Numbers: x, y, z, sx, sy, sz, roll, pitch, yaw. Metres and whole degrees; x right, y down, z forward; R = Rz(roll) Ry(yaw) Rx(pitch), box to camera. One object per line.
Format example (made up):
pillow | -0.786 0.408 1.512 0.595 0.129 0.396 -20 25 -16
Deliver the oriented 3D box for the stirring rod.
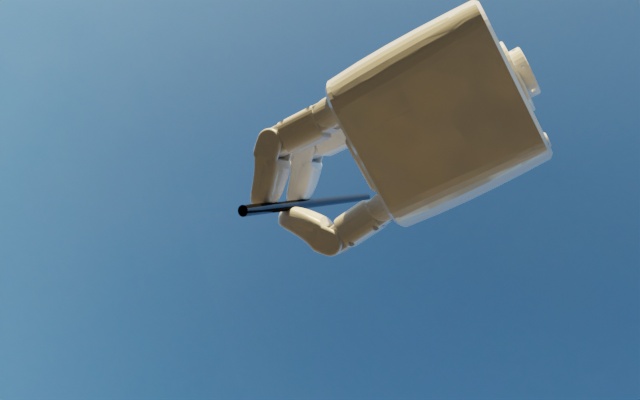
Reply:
stirring rod | 0.000 0.001 0.423 0.011 0.011 0.239 0 3 25
